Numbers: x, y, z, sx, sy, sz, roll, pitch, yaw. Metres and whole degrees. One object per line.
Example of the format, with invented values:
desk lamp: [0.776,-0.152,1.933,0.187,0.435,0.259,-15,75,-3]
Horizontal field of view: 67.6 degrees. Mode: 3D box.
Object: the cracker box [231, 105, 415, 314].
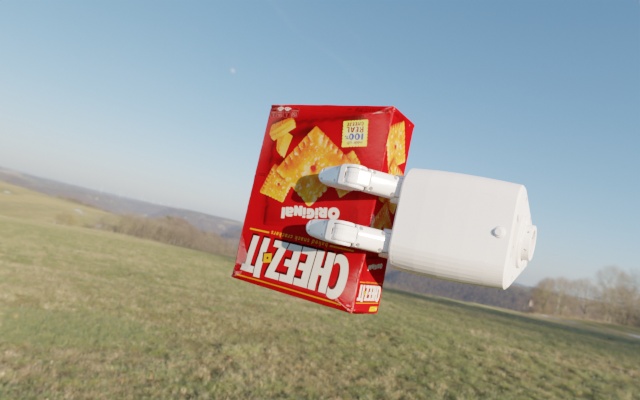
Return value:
cracker box: [0.000,0.002,0.537,0.164,0.213,0.072,9,-6,33]
